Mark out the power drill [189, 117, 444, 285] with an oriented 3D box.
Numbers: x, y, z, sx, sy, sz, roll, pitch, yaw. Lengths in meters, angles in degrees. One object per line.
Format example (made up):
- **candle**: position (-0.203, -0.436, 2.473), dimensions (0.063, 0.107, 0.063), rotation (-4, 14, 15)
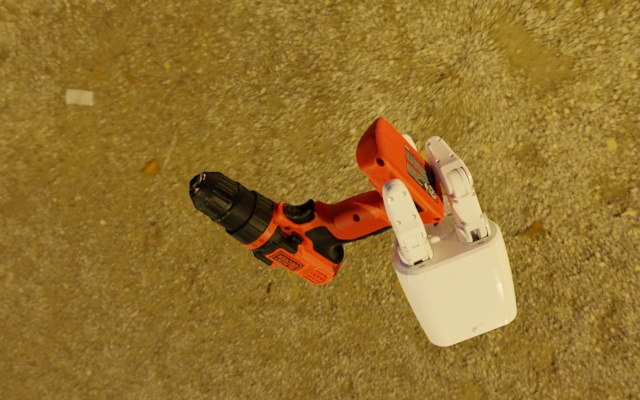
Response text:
- **power drill**: position (0.001, 0.001, 0.435), dimensions (0.188, 0.057, 0.184), rotation (-27, -47, 33)
